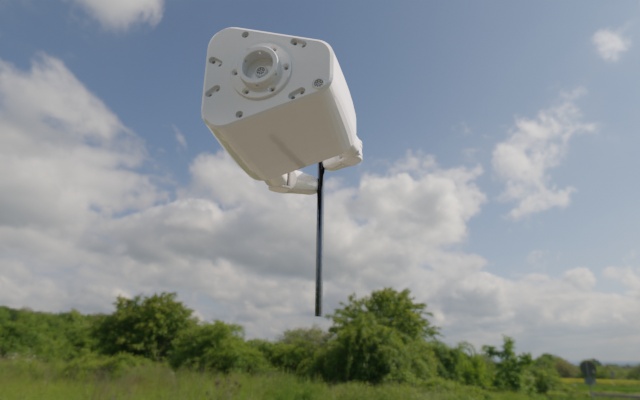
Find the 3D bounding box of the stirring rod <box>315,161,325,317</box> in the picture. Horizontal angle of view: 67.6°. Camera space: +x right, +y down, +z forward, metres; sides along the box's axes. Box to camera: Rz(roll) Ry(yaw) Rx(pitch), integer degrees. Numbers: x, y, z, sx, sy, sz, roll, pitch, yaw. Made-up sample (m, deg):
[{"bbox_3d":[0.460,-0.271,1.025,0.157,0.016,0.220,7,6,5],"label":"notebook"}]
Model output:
[{"bbox_3d":[0.000,0.002,0.515,0.011,0.239,0.011,1,-18,0],"label":"stirring rod"}]
